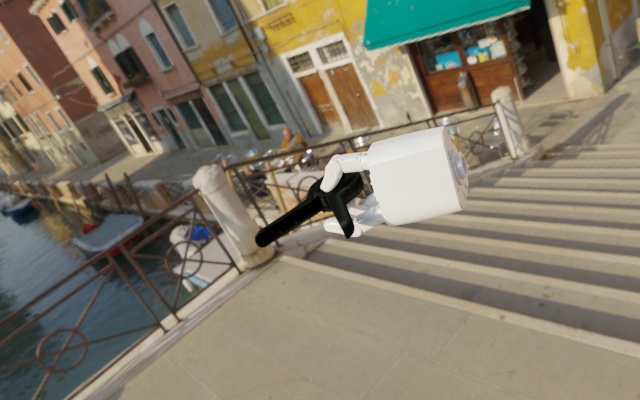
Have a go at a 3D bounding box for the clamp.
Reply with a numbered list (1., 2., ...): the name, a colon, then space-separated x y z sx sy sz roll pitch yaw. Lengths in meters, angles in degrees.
1. clamp: 0.000 0.001 0.729 0.164 0.036 0.210 -12 27 28
